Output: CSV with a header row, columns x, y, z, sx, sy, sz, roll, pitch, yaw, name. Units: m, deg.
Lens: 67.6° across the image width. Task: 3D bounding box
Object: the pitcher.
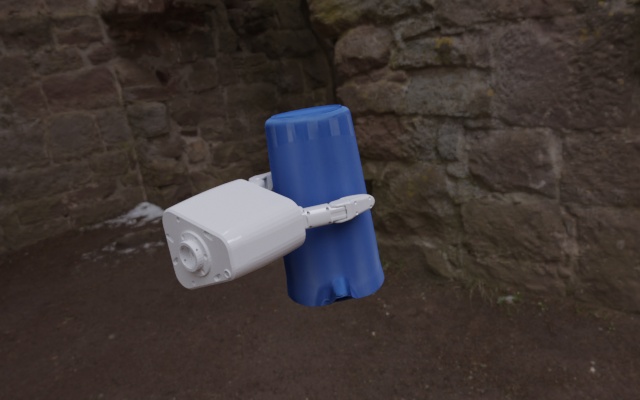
x,y,z,sx,sy,sz,roll,pitch,yaw,name
0.000,0.002,0.632,0.149,0.243,0.145,4,20,40,pitcher
